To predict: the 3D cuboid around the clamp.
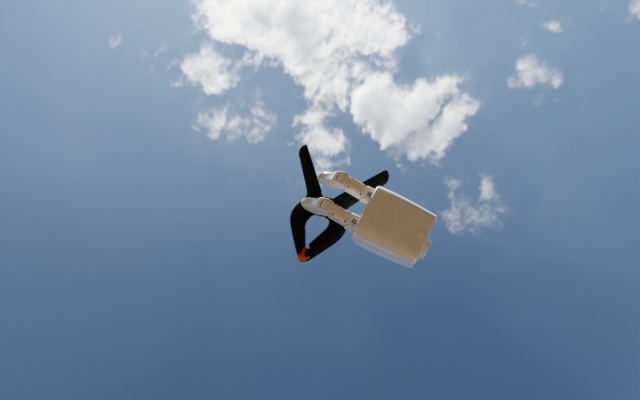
[{"bbox_3d":[0.000,0.004,0.801,0.164,0.210,0.036,25,-24,15],"label":"clamp"}]
